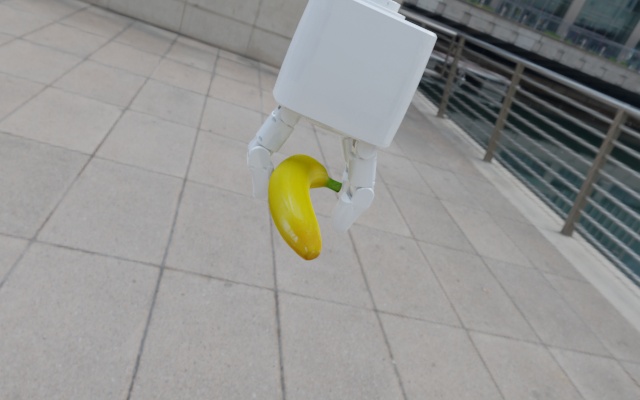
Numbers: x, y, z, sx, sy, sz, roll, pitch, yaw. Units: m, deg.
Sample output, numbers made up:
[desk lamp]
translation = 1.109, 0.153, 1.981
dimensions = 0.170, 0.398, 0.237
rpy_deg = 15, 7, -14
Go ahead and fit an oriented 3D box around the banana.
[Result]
[banana]
translation = -0.016, -0.008, 0.445
dimensions = 0.069, 0.037, 0.197
rpy_deg = 27, 21, -1
